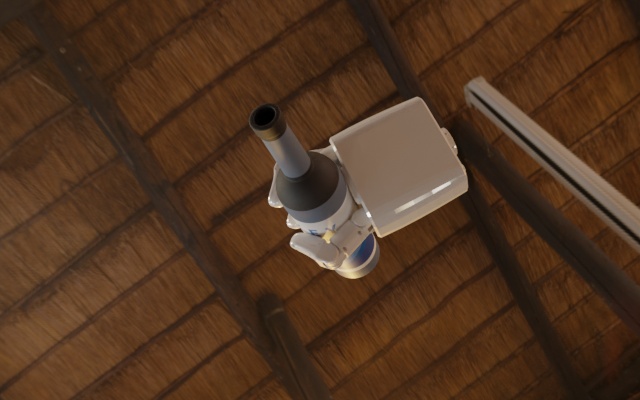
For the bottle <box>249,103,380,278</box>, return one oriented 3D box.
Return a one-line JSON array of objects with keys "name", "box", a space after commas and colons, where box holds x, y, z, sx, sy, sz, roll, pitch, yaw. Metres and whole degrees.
[{"name": "bottle", "box": [0.000, 0.002, 0.500, 0.069, 0.069, 0.296, 0, -28, 20]}]
